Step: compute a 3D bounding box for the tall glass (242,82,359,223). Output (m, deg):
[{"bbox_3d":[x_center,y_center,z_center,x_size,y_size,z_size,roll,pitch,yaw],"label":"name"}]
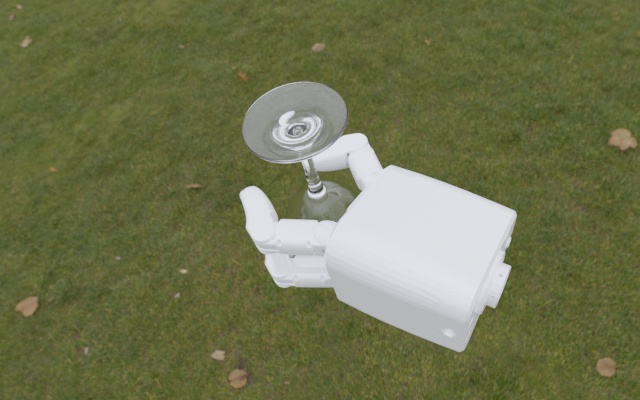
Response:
[{"bbox_3d":[0.000,0.001,0.404,0.079,0.079,0.201,0,-34,12],"label":"tall glass"}]
